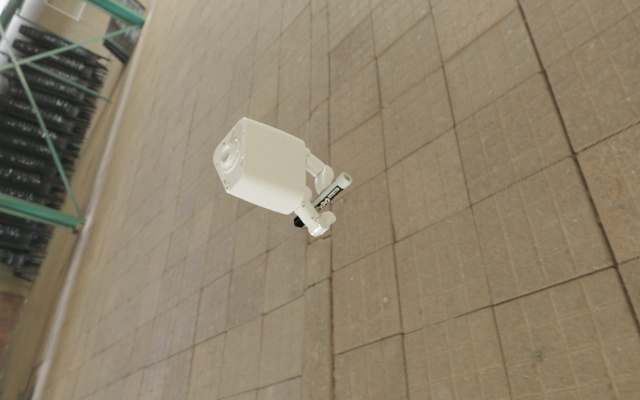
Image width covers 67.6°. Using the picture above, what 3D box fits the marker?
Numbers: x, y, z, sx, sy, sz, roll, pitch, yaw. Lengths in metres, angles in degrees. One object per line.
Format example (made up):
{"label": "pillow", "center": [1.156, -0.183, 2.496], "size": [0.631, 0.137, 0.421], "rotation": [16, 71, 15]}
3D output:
{"label": "marker", "center": [0.000, 0.002, 0.710], "size": [0.121, 0.020, 0.020], "rotation": [-43, -25, 30]}
